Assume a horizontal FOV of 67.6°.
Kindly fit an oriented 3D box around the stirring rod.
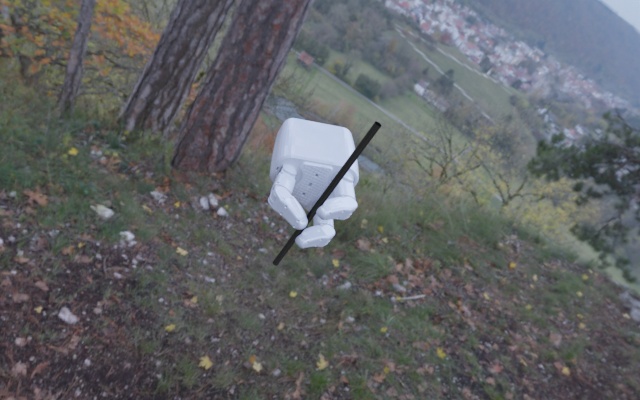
[{"bbox_3d":[0.000,0.002,0.557,0.011,0.011,0.240,0,-42,-41],"label":"stirring rod"}]
